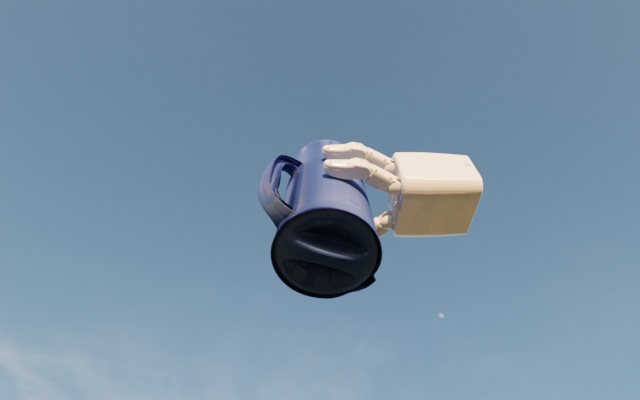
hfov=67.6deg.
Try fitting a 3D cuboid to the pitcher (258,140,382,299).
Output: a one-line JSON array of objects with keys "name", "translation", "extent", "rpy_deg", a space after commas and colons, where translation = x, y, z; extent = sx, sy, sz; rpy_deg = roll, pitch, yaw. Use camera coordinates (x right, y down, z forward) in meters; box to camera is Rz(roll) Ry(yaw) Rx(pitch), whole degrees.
[{"name": "pitcher", "translation": [0.000, 0.002, 0.660], "extent": [0.145, 0.149, 0.242], "rpy_deg": [-2, 30, 1]}]
